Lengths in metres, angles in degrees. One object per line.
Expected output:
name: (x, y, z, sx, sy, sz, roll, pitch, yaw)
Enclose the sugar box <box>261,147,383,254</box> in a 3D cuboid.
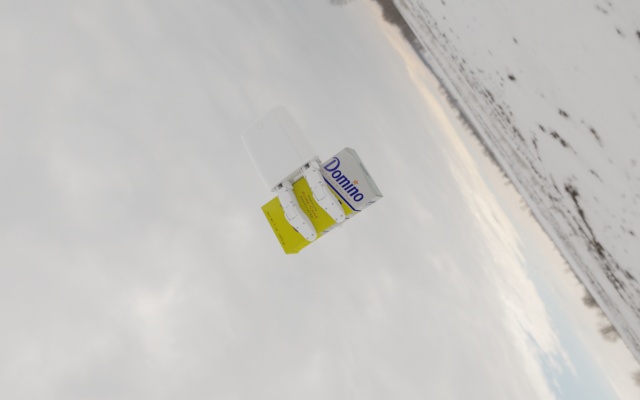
sugar box: (0.000, 0.002, 0.756, 0.176, 0.093, 0.048, -36, -15, 19)
